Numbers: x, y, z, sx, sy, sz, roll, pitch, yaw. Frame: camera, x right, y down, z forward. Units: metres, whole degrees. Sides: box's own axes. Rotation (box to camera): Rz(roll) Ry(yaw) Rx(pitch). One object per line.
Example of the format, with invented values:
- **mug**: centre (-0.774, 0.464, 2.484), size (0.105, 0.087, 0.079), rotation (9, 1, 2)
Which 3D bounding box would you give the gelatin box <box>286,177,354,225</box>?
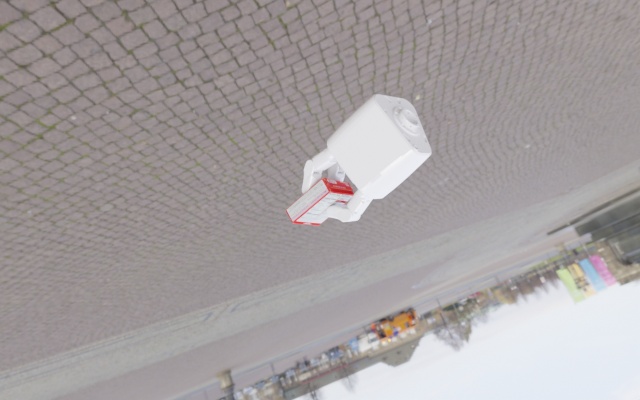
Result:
- **gelatin box**: centre (0.000, 0.003, 0.761), size (0.089, 0.030, 0.073), rotation (-41, -25, 25)
